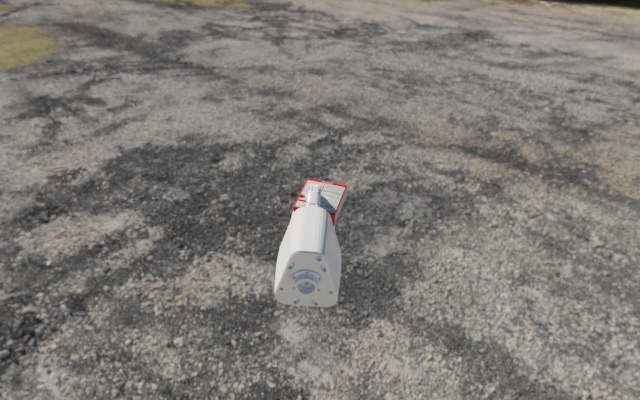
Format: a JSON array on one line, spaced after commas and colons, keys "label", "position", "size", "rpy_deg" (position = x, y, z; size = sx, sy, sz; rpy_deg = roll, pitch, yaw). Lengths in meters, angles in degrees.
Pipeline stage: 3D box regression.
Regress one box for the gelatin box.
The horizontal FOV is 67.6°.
[{"label": "gelatin box", "position": [0.000, 0.002, 0.825], "size": [0.073, 0.030, 0.089], "rpy_deg": [11, 40, 11]}]
